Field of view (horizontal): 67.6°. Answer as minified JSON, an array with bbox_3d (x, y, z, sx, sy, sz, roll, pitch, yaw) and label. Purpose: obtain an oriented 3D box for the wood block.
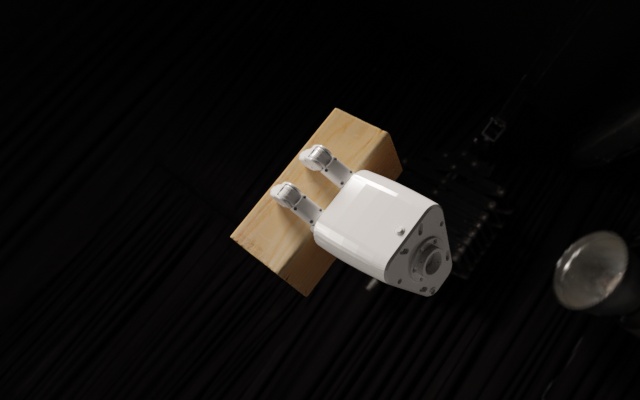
[{"bbox_3d":[0.001,0.002,0.594,0.090,0.206,0.091,32,-12,32],"label":"wood block"}]
